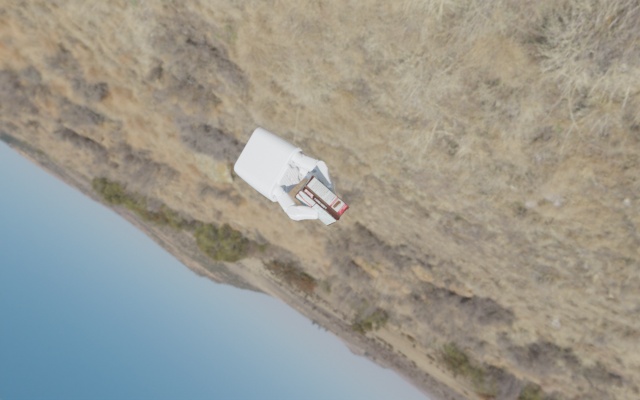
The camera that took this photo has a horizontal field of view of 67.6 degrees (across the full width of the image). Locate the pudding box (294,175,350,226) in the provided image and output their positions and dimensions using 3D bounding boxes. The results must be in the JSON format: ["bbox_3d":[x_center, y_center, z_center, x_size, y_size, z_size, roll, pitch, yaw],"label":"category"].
[{"bbox_3d":[0.000,0.003,0.896,0.090,0.039,0.113,40,-10,-3],"label":"pudding box"}]
